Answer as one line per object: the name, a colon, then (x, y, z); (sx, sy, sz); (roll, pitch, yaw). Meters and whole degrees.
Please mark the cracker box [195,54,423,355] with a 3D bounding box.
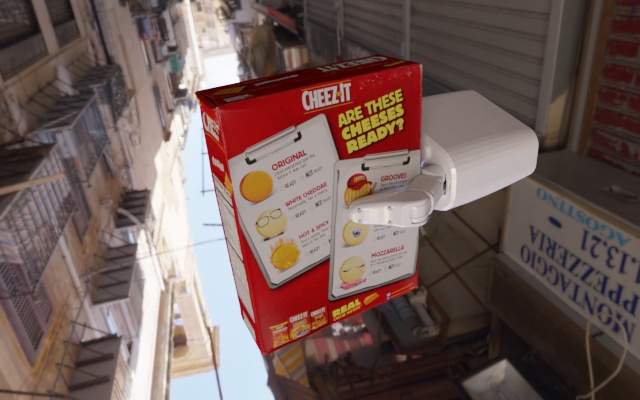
cracker box: (0.000, 0.002, 0.402); (0.164, 0.214, 0.072); (-18, 29, -23)
